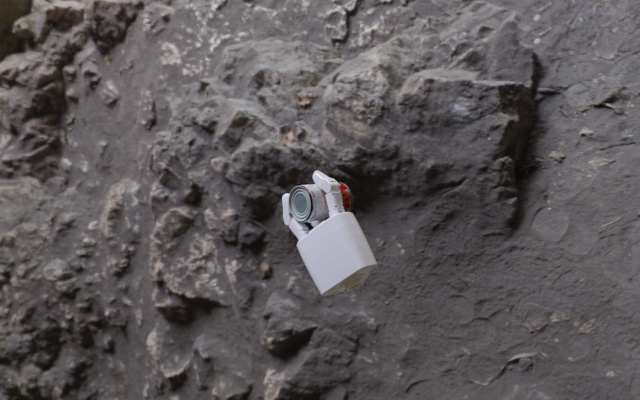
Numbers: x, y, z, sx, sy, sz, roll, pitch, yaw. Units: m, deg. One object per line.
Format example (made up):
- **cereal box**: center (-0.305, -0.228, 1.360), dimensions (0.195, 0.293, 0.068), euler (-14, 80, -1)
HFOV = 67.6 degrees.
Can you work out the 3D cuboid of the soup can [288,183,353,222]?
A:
- **soup can**: center (0.000, 0.002, 0.883), dimensions (0.102, 0.068, 0.068), euler (-5, 3, -41)
